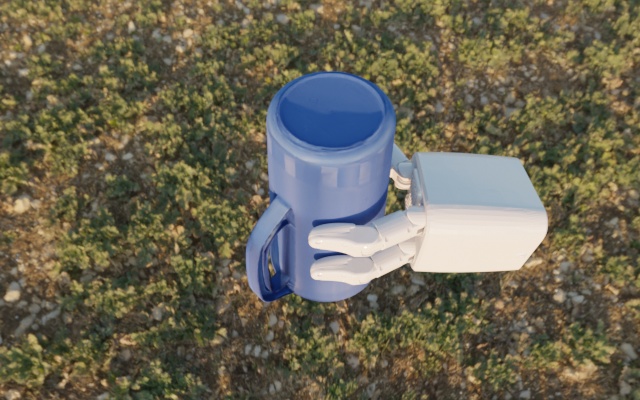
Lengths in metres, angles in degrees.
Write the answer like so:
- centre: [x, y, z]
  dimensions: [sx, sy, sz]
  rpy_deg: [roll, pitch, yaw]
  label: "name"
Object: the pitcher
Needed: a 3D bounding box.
- centre: [0.000, 0.002, 0.482]
  dimensions: [0.145, 0.149, 0.243]
  rpy_deg: [2, -35, 1]
  label: "pitcher"
